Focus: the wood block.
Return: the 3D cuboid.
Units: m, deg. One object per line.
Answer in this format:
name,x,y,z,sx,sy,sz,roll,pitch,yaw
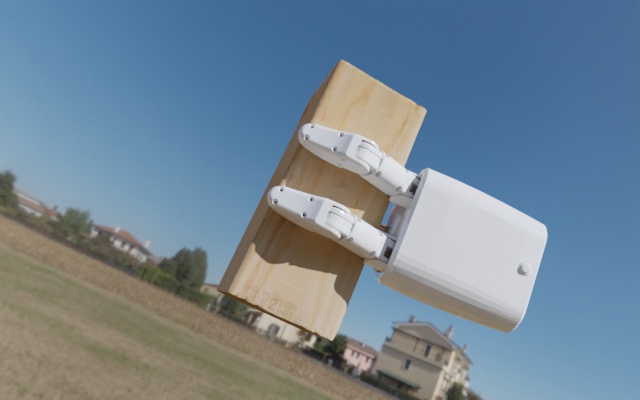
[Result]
wood block,0.000,0.001,0.410,0.090,0.206,0.091,28,-17,-10
